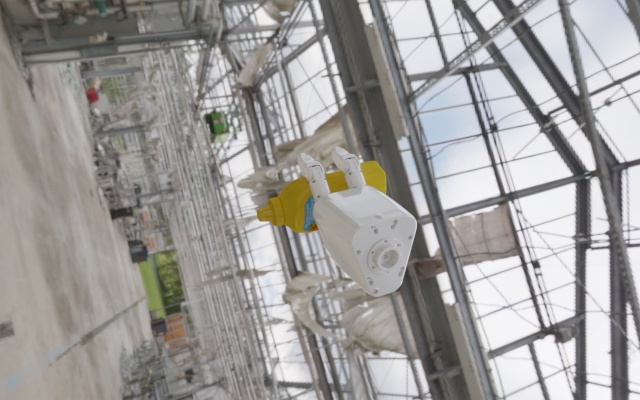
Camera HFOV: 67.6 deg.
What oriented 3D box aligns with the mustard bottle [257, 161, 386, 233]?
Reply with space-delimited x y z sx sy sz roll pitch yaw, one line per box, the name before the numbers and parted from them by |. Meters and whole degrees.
mustard bottle | 0.000 0.002 0.706 0.191 0.096 0.058 -13 48 -19
